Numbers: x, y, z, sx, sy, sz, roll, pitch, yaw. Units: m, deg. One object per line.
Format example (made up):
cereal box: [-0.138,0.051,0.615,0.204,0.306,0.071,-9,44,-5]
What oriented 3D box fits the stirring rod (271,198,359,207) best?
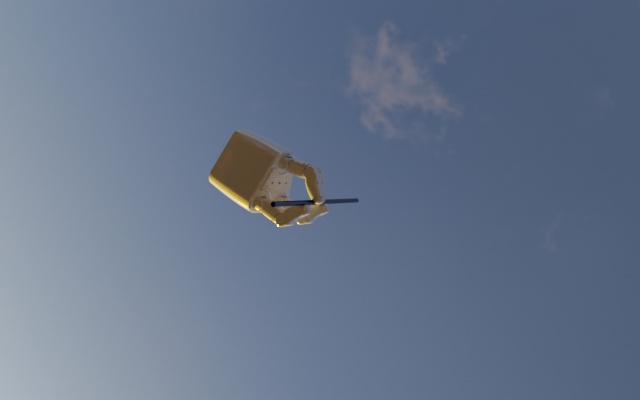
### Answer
stirring rod: [0.000,0.002,0.749,0.011,0.011,0.239,0,1,32]
